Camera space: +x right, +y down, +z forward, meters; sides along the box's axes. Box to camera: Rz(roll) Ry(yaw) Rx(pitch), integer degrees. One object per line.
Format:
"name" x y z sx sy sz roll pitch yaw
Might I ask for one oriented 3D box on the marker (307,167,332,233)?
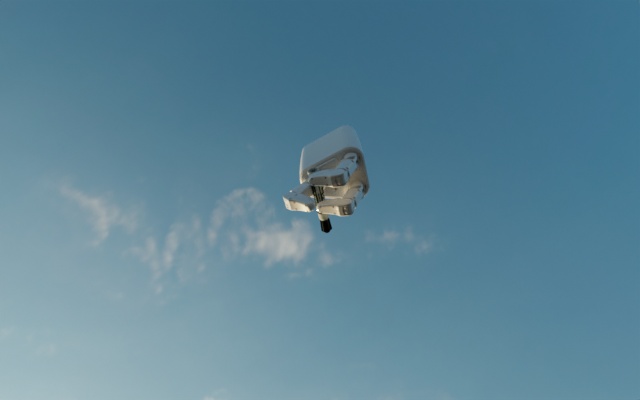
"marker" 0.000 0.003 0.780 0.020 0.121 0.020 -10 31 6
